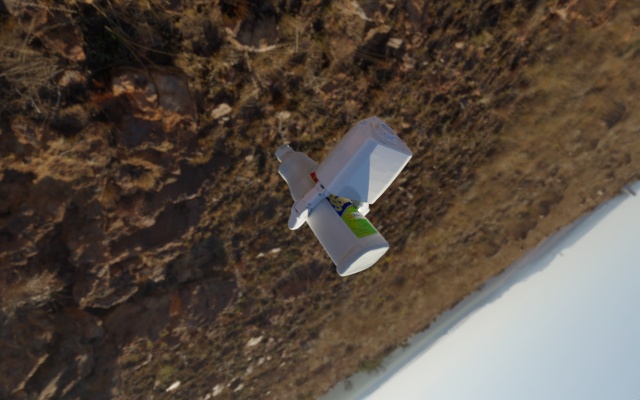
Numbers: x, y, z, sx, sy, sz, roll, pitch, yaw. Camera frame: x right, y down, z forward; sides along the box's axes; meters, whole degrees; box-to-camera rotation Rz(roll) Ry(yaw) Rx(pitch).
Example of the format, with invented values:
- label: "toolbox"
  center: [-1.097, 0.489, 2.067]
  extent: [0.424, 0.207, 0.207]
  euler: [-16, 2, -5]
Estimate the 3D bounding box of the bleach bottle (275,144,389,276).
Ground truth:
- label: "bleach bottle"
  center: [0.000, 0.003, 0.784]
  extent: [0.102, 0.250, 0.068]
  euler: [-5, -39, -54]
